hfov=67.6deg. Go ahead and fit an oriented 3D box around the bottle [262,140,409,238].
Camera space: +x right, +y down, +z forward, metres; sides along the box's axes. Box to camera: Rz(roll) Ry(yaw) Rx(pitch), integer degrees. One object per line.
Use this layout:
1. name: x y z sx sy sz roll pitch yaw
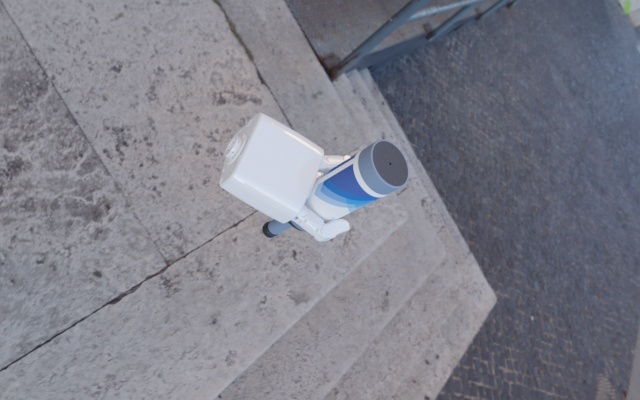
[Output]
1. bottle: 0.000 0.002 0.705 0.069 0.069 0.296 0 -19 -39
